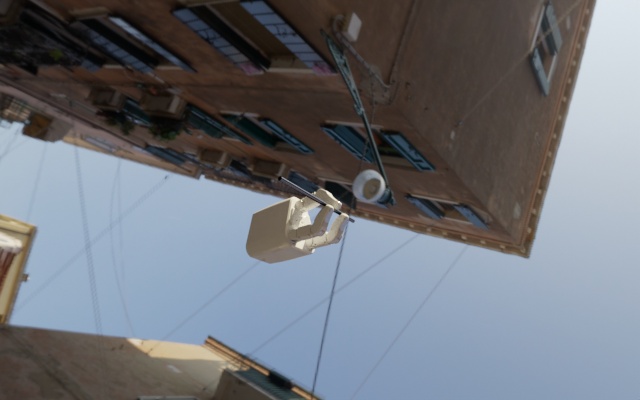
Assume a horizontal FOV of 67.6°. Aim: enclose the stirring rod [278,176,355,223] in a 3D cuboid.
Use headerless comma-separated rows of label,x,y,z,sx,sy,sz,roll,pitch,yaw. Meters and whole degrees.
stirring rod,0.000,0.003,0.863,0.011,0.011,0.240,0,-19,35
